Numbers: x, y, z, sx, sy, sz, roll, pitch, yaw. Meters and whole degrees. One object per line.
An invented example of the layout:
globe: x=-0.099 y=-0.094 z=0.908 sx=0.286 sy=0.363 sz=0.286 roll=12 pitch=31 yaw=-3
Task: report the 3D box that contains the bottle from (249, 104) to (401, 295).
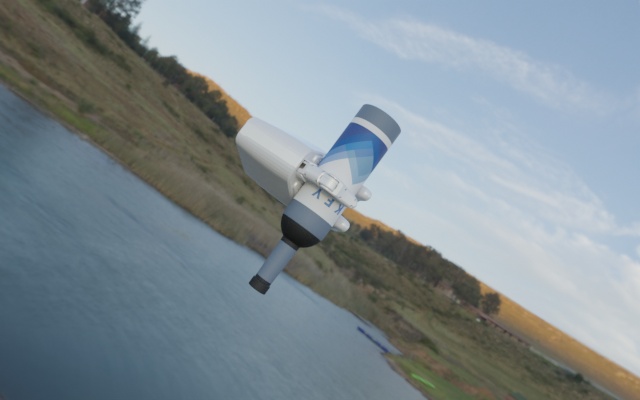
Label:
bottle: x=0.000 y=0.002 z=0.661 sx=0.069 sy=0.295 sz=0.069 roll=36 pitch=-6 yaw=4
